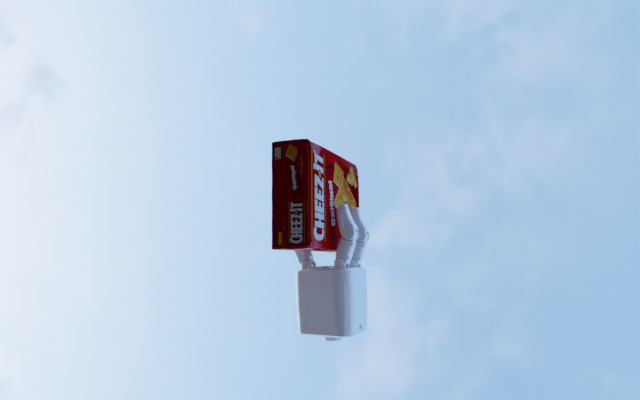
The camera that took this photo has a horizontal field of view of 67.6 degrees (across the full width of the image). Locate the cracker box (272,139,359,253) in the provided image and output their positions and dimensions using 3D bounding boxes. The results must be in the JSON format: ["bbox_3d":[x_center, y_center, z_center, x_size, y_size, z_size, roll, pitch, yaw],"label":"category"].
[{"bbox_3d":[0.000,0.003,0.791,0.072,0.164,0.214,-5,-9,23],"label":"cracker box"}]
